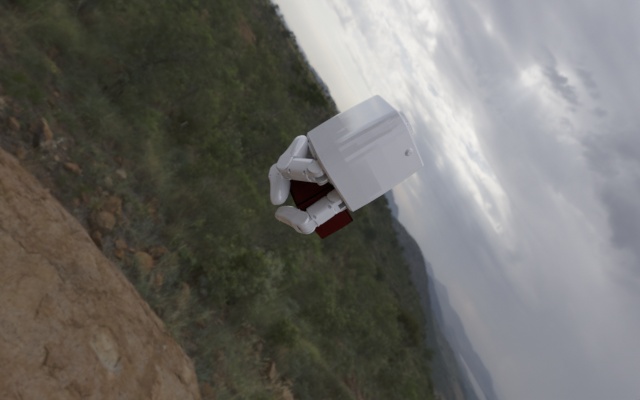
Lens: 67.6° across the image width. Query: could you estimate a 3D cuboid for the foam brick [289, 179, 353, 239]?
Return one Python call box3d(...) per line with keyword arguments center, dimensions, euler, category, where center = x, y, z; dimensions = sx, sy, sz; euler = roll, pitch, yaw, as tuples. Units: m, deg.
box3d(center=(0.000, 0.002, 0.629), dimensions=(0.051, 0.053, 0.078), euler=(-31, -46, 4), category="foam brick")
